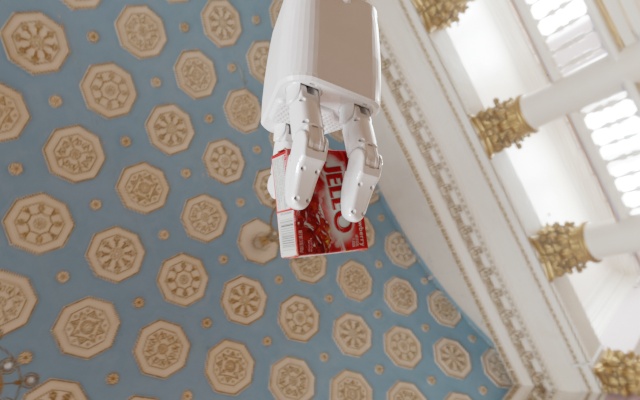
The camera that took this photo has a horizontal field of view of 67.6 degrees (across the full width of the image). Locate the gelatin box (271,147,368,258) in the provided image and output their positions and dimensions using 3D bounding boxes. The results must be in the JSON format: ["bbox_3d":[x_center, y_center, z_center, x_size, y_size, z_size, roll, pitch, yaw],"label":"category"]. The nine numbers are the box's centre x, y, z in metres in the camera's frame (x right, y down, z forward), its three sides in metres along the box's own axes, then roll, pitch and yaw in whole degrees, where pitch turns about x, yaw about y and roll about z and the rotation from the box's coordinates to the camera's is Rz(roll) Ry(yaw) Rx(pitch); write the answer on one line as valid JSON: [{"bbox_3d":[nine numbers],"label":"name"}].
[{"bbox_3d":[0.000,0.002,0.406,0.073,0.089,0.030,-2,-7,-35],"label":"gelatin box"}]
